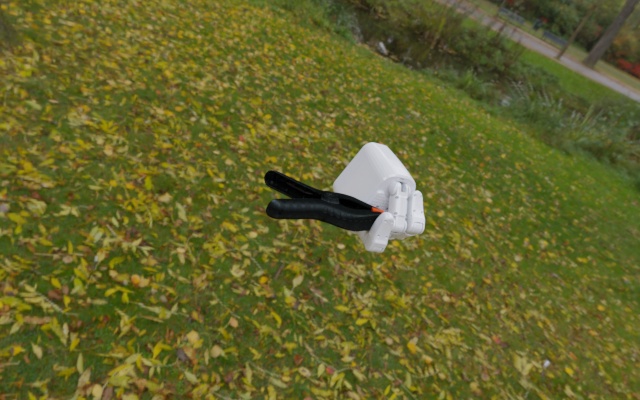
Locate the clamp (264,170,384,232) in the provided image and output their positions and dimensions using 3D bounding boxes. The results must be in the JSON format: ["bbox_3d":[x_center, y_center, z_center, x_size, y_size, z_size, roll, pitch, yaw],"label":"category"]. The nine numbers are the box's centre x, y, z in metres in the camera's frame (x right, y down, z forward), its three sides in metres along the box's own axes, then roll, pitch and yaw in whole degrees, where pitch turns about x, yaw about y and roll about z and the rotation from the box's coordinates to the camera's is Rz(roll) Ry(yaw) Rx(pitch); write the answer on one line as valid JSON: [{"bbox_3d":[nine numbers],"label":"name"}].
[{"bbox_3d":[0.000,0.002,0.643,0.171,0.039,0.120,14,27,-23],"label":"clamp"}]
